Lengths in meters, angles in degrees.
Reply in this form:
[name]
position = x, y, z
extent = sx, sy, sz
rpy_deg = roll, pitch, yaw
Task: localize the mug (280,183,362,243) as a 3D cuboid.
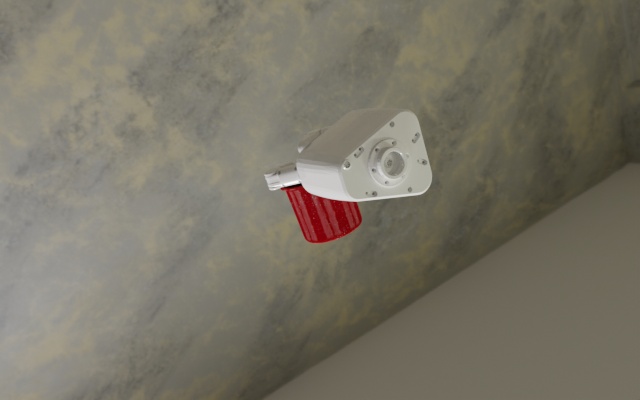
[mug]
position = 0.000, 0.002, 0.636
extent = 0.093, 0.081, 0.117
rpy_deg = -26, 16, -19
